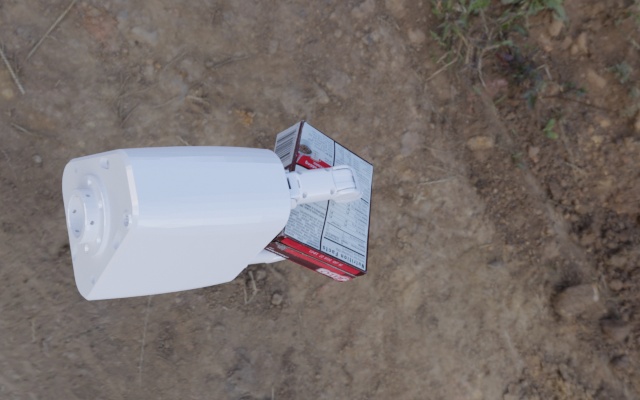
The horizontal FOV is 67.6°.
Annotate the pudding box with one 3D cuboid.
[{"bbox_3d":[0.000,0.001,0.402,0.090,0.113,0.039,29,-35,-32],"label":"pudding box"}]
